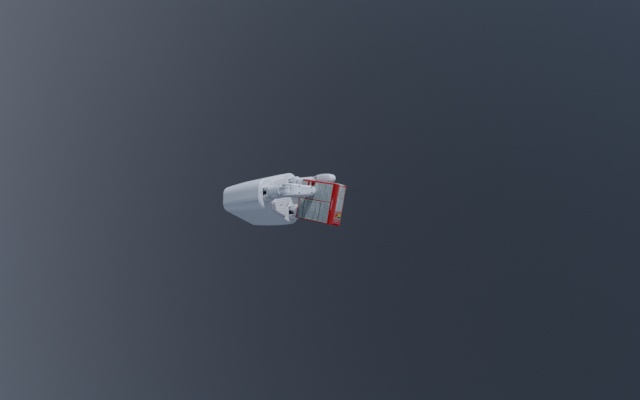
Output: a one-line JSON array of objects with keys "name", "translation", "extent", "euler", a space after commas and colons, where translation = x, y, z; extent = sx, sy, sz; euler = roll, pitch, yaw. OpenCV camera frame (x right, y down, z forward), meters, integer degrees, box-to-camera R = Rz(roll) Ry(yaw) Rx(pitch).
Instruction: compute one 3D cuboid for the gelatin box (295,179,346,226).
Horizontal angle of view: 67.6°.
[{"name": "gelatin box", "translation": [0.000, 0.003, 0.857], "extent": [0.089, 0.073, 0.030], "euler": [10, -1, 43]}]
